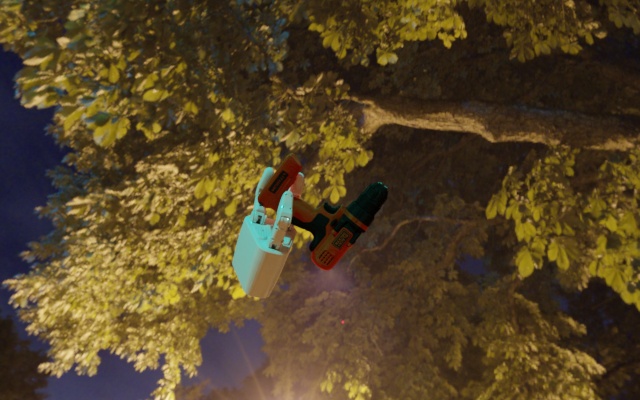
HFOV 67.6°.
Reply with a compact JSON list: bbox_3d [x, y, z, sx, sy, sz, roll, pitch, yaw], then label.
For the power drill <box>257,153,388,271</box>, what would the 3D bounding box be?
[{"bbox_3d":[0.000,0.003,0.832,0.187,0.184,0.057,38,4,-1],"label":"power drill"}]
